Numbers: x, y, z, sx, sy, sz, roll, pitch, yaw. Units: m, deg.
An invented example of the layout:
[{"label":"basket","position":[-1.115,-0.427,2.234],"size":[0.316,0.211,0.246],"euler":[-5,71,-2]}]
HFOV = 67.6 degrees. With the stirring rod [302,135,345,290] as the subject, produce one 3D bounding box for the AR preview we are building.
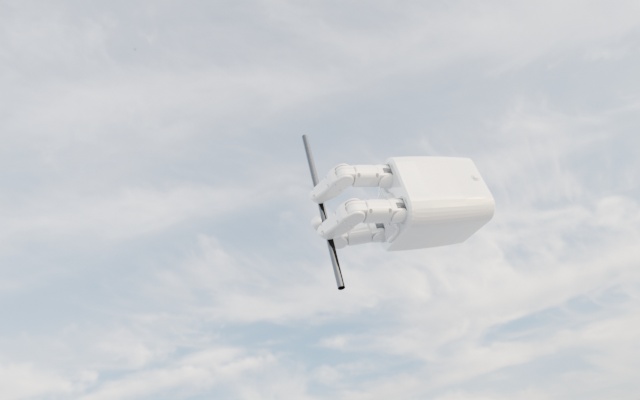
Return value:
[{"label":"stirring rod","position":[0.000,0.002,0.571],"size":[0.011,0.239,0.011],"euler":[-8,-41,-7]}]
